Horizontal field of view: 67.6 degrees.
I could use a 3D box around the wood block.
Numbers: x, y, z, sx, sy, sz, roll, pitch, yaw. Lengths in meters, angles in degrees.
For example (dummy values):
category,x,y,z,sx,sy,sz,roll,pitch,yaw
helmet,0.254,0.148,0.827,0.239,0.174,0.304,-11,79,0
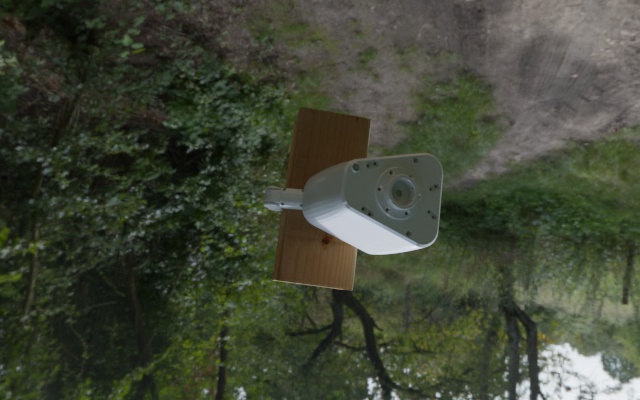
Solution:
category,x,y,z,sx,sy,sz,roll,pitch,yaw
wood block,0.000,0.002,0.595,0.091,0.206,0.090,9,-10,-7
